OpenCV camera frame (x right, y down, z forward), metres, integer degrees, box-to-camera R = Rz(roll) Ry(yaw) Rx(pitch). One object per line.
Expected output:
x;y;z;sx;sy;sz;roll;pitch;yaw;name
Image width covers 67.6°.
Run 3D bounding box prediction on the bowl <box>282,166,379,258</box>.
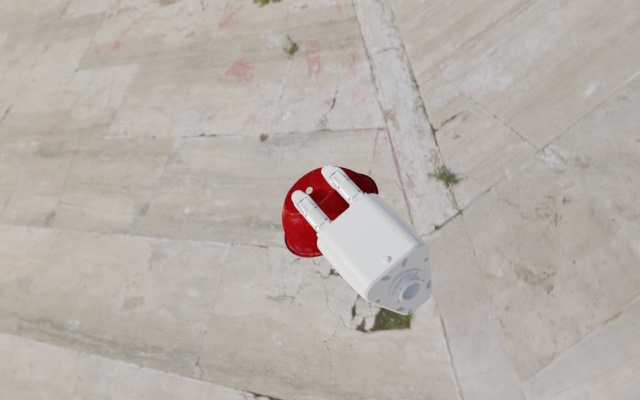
-0.001;0.002;0.689;0.162;0.162;0.055;0;-41;45;bowl
